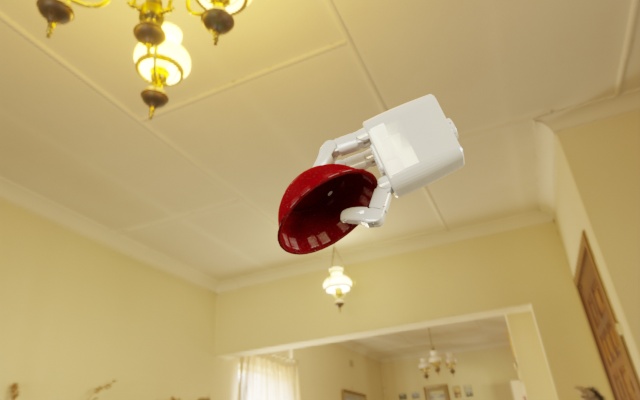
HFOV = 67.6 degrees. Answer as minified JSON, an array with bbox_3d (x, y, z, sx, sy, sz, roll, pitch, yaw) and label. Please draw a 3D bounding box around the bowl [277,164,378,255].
[{"bbox_3d":[-0.001,0.003,0.667,0.162,0.162,0.055,0,43,-45],"label":"bowl"}]
